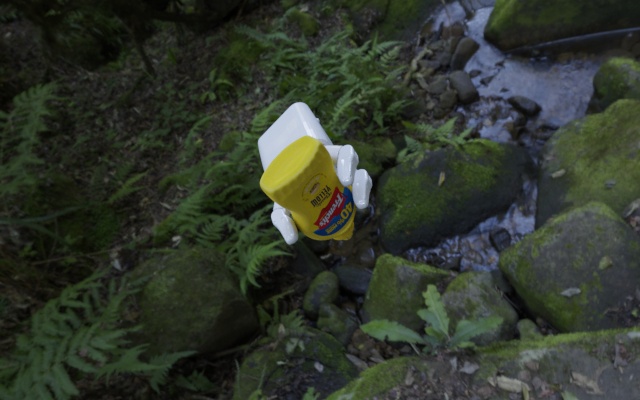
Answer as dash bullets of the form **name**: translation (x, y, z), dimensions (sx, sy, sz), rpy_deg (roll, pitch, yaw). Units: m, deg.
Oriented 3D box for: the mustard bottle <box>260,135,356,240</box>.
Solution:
- **mustard bottle**: translation (0.000, 0.002, 0.673), dimensions (0.058, 0.096, 0.192), rpy_deg (34, -12, 42)
